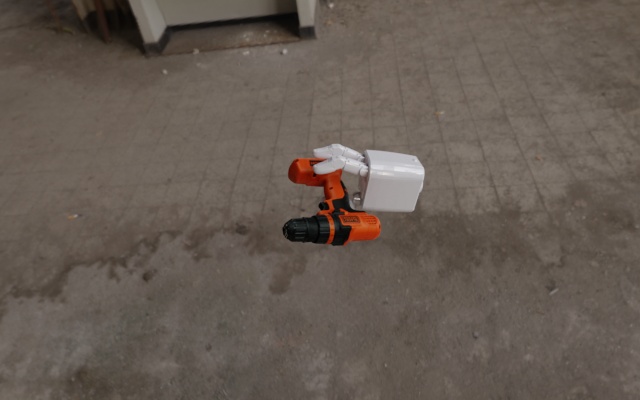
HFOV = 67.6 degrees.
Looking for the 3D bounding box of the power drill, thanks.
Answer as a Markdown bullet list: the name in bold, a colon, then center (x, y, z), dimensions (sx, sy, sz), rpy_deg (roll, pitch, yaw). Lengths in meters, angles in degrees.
- **power drill**: center (0.000, 0.003, 0.877), dimensions (0.184, 0.187, 0.057), rpy_deg (1, -44, -27)
